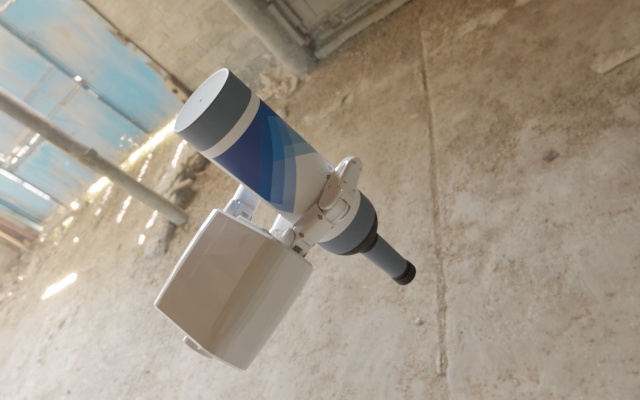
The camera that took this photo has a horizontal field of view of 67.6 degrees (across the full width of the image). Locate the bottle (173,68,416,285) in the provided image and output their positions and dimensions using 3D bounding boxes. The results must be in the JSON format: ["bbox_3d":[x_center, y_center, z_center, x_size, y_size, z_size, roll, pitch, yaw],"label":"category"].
[{"bbox_3d":[0.000,0.001,0.455,0.296,0.069,0.069,40,-24,-32],"label":"bottle"}]
